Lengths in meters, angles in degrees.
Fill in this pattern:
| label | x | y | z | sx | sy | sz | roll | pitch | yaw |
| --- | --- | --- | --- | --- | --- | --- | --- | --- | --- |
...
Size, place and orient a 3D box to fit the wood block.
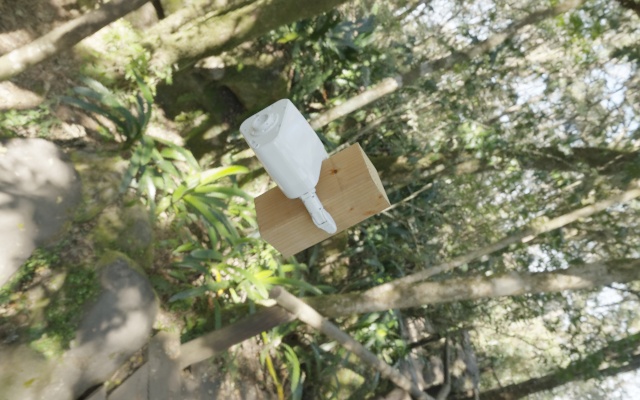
| label | x | y | z | sx | sy | sz | roll | pitch | yaw |
| --- | --- | --- | --- | --- | --- | --- | --- | --- | --- |
| wood block | 0.000 | 0.003 | 0.814 | 0.206 | 0.090 | 0.090 | -27 | -41 | 13 |
